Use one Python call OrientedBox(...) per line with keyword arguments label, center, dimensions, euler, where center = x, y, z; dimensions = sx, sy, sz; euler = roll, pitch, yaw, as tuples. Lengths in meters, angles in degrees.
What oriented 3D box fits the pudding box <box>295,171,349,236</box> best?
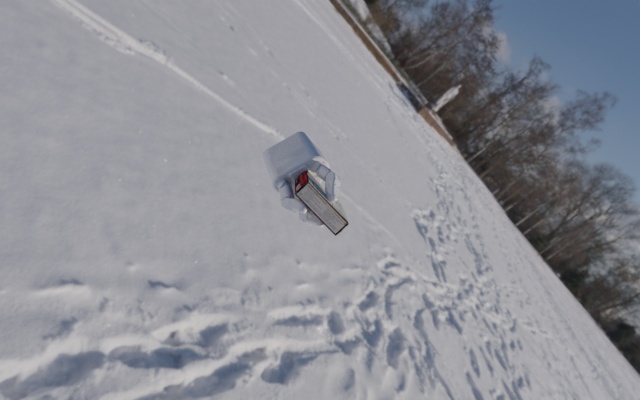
OrientedBox(label="pudding box", center=(0.000, 0.003, 0.892), dimensions=(0.039, 0.113, 0.090), euler=(-43, 14, 11))
